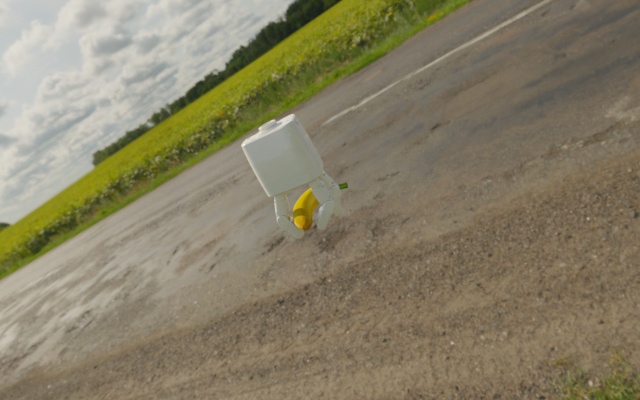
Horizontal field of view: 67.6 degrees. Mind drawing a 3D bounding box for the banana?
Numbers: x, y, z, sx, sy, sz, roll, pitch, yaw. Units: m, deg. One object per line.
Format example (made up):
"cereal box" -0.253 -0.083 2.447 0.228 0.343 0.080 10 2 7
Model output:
"banana" -0.014 0.005 0.912 0.069 0.037 0.197 -13 20 31
